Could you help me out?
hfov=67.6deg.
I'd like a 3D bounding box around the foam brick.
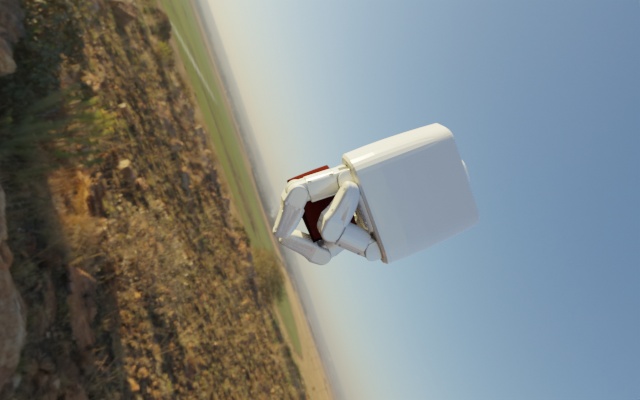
[{"bbox_3d":[0.000,0.002,0.529,0.051,0.053,0.078,-23,23,-4],"label":"foam brick"}]
